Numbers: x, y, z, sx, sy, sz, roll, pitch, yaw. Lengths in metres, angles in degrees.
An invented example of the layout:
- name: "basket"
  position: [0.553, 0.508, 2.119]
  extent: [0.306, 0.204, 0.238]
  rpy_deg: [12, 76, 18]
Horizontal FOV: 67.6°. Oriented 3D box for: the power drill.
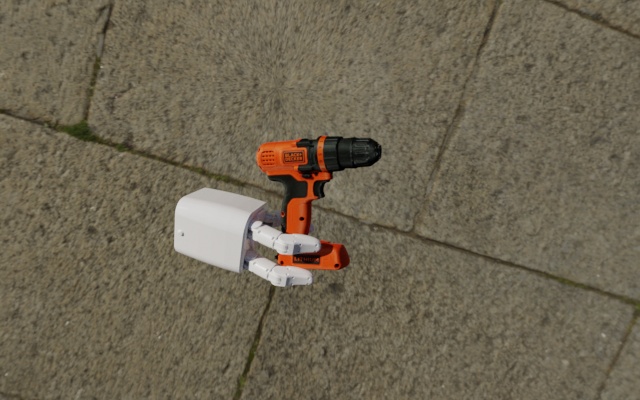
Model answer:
- name: "power drill"
  position: [0.000, 0.003, 0.683]
  extent: [0.184, 0.187, 0.057]
  rpy_deg: [-1, 5, 23]
